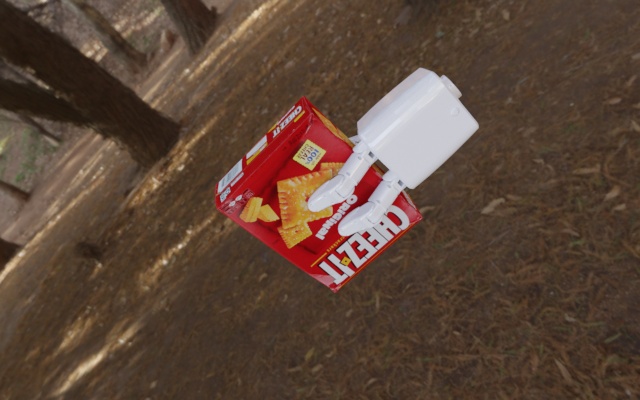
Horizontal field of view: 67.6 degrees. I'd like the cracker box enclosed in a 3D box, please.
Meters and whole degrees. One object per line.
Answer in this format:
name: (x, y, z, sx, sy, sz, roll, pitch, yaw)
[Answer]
cracker box: (0.000, 0.002, 0.610, 0.214, 0.164, 0.072, 40, 16, -28)
